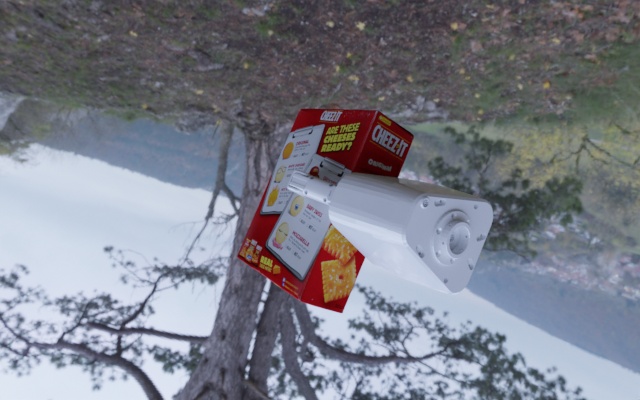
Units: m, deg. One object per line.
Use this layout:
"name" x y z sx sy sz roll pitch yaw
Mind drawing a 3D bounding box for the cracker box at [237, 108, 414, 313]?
"cracker box" 0.000 0.002 0.570 0.072 0.213 0.164 26 -4 -34
